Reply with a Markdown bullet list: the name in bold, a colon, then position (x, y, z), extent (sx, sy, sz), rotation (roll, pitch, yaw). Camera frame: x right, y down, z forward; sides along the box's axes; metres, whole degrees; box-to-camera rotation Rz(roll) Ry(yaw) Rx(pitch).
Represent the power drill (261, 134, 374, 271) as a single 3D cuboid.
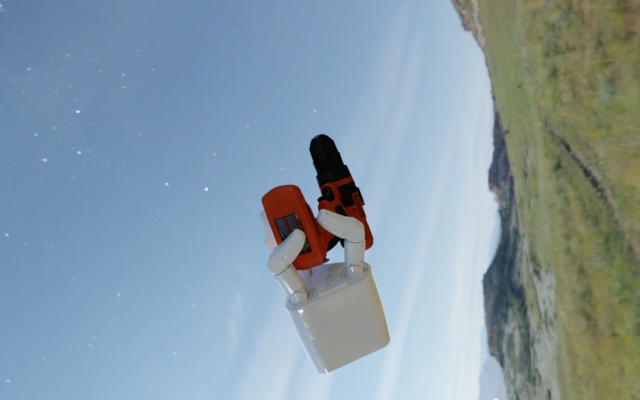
- **power drill**: position (0.000, 0.002, 0.642), extent (0.057, 0.184, 0.187), rotation (-22, 0, 30)
